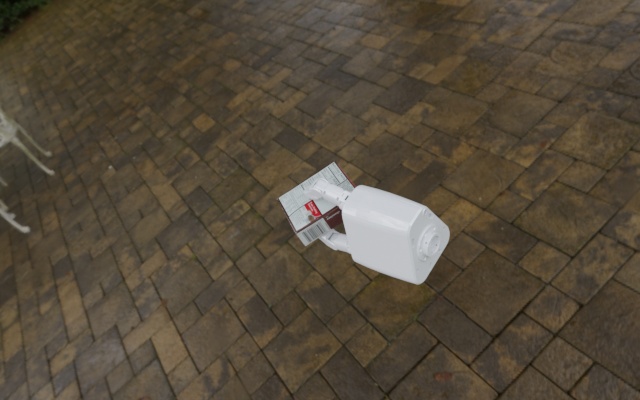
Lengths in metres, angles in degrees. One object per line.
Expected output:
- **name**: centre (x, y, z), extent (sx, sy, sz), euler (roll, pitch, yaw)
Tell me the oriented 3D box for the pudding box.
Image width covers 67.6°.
- **pudding box**: centre (0.000, 0.002, 0.725), extent (0.113, 0.039, 0.090), euler (-32, 43, -1)
